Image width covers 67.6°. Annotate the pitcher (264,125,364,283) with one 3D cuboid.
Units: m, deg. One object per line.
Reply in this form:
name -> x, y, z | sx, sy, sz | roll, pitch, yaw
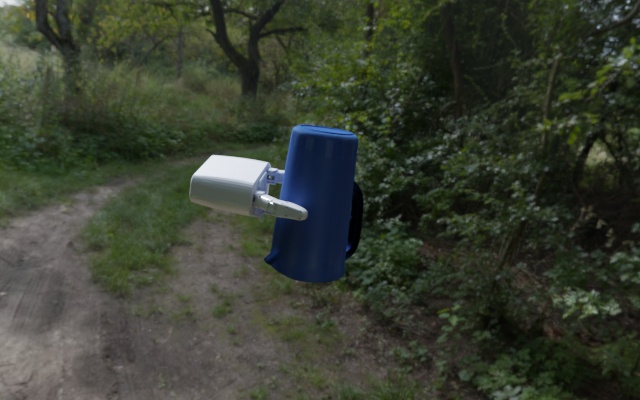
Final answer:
pitcher -> 0.000, 0.003, 0.796 | 0.145, 0.243, 0.149 | 11, 14, 8
